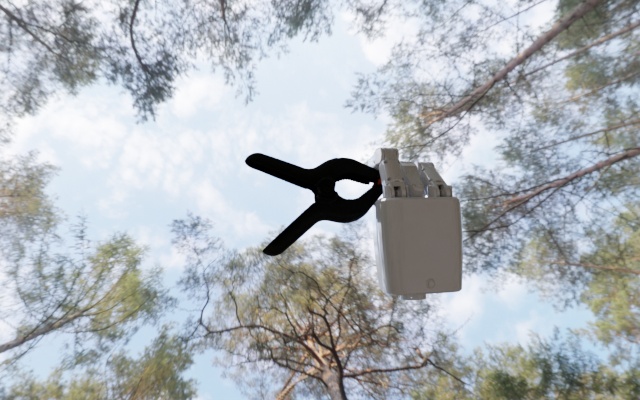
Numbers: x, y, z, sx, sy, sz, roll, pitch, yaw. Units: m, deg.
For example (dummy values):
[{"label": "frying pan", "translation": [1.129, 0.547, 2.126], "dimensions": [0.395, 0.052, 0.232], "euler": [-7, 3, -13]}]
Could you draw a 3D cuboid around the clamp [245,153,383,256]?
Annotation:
[{"label": "clamp", "translation": [0.000, 0.002, 0.556], "dimensions": [0.171, 0.120, 0.039], "euler": [-2, -8, -9]}]
